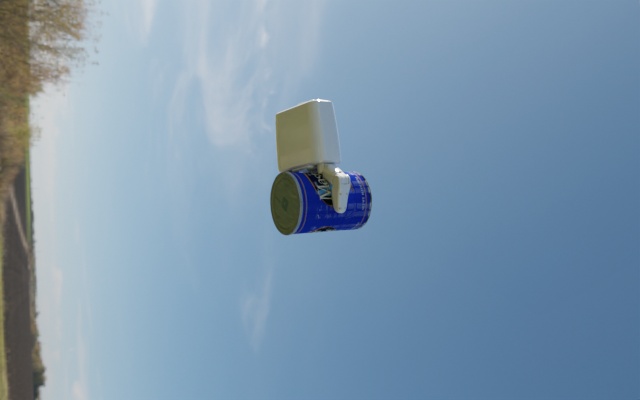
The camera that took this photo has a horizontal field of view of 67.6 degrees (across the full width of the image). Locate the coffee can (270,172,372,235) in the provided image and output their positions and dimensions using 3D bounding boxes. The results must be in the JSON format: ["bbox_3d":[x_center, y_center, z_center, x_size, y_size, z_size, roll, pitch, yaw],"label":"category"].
[{"bbox_3d":[0.000,0.003,0.804,0.140,0.103,0.103,-2,1,-32],"label":"coffee can"}]
